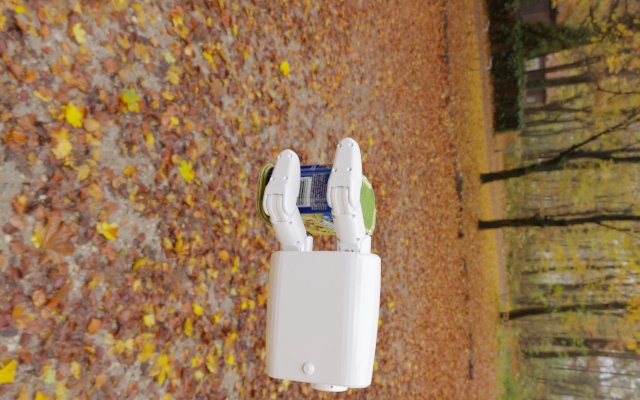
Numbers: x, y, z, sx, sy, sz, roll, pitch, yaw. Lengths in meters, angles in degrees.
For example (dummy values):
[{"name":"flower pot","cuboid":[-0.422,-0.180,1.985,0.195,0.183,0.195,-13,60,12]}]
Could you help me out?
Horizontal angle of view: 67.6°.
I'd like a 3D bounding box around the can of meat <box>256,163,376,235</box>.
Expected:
[{"name":"can of meat","cuboid":[0.000,0.001,0.460,0.084,0.057,0.102,-1,-17,23]}]
